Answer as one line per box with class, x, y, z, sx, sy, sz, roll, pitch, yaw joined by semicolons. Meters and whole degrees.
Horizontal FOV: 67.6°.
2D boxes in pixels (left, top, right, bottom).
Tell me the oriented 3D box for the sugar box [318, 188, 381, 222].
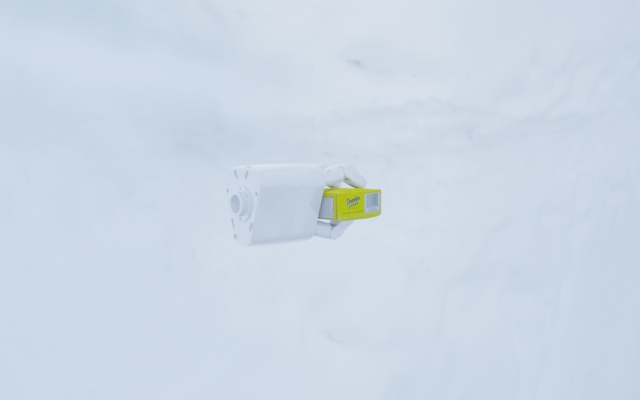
sugar box;0.000;0.002;0.740;0.093;0.048;0.176;-5;8;-41
